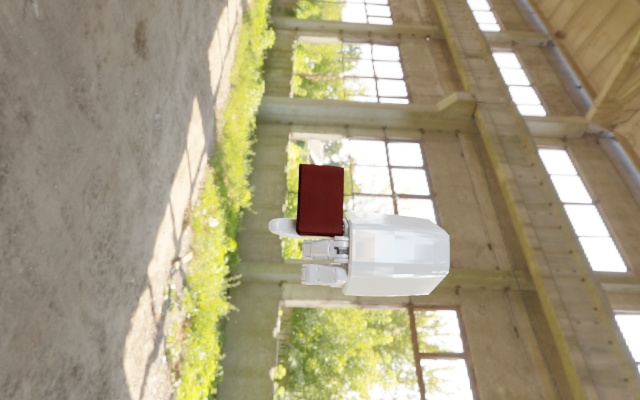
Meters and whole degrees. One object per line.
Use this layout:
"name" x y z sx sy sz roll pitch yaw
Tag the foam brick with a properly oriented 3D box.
"foam brick" 0.000 0.001 0.546 0.051 0.078 0.053 2 -8 1
